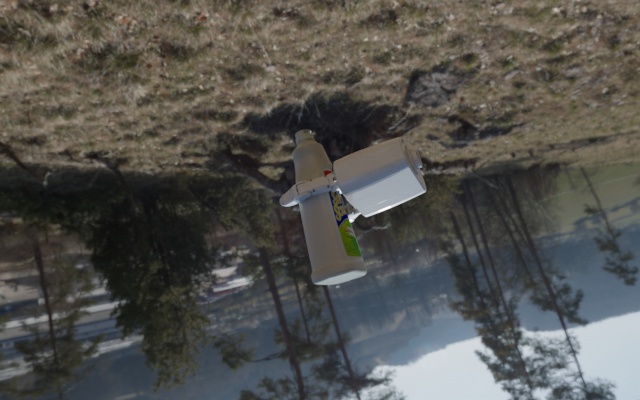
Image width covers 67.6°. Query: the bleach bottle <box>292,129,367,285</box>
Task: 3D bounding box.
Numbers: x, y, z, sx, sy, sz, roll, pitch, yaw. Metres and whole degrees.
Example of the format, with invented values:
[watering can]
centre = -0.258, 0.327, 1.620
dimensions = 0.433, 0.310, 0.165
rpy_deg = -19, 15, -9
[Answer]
[bleach bottle]
centre = 0.000, 0.003, 0.750
dimensions = 0.068, 0.250, 0.102
rpy_deg = -22, -18, 20
